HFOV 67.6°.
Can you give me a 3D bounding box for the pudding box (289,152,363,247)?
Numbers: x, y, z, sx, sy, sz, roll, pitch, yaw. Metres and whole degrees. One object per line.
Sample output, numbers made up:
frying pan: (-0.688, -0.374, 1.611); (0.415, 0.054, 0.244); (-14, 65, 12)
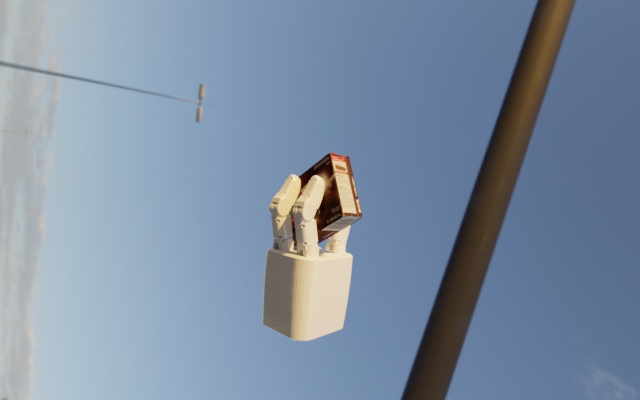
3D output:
pudding box: (0.000, 0.002, 0.635); (0.039, 0.090, 0.113); (7, -28, -40)
